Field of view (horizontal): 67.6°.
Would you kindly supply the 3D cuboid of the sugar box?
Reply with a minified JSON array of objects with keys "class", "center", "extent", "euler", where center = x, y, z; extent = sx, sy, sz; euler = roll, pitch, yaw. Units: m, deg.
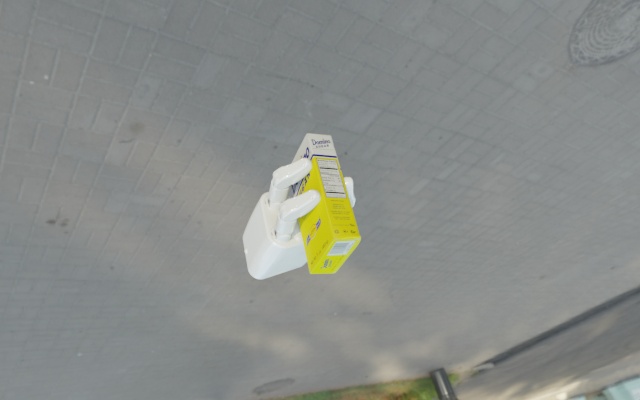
[{"class":"sugar box","center":[0.000,0.002,0.661],"extent":[0.048,0.176,0.093],"euler":[0,-36,-26]}]
